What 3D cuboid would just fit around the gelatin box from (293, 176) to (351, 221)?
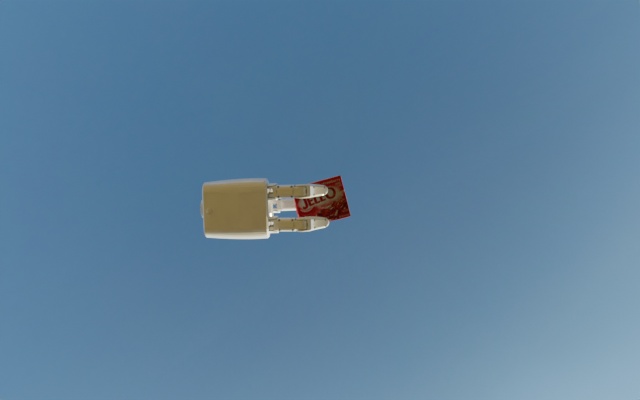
[{"bbox_3d":[0.000,0.003,0.822,0.089,0.073,0.030,-15,5,-5],"label":"gelatin box"}]
